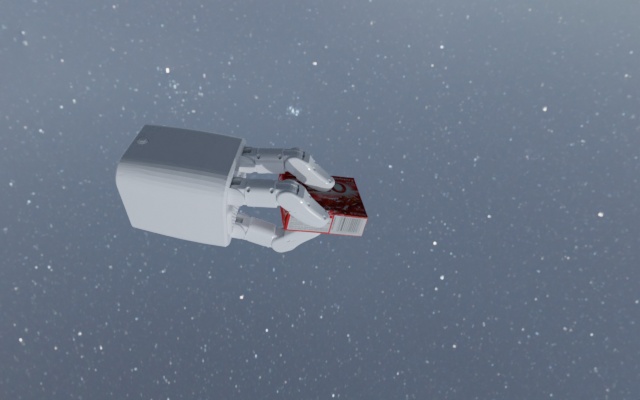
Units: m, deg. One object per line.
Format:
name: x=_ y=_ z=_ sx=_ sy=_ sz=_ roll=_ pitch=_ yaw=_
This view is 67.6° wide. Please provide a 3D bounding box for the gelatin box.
gelatin box: x=0.000 y=0.002 z=0.519 sx=0.089 sy=0.030 sz=0.073 roll=6 pitch=36 yaw=-16
